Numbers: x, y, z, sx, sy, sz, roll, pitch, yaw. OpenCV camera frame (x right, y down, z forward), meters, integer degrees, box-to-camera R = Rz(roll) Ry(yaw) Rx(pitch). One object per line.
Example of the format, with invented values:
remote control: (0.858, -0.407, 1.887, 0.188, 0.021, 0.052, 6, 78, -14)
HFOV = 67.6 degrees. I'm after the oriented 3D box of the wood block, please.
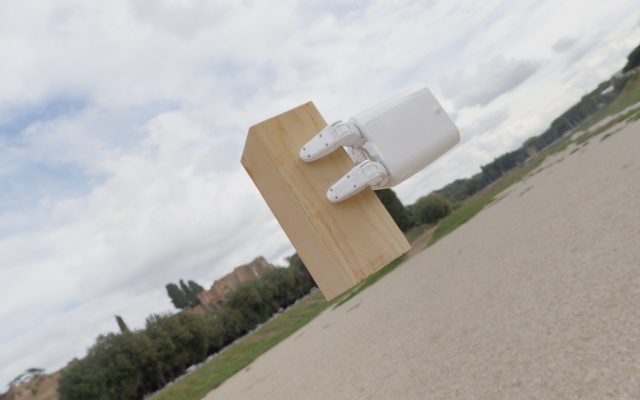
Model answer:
wood block: (0.000, 0.002, 0.562, 0.090, 0.206, 0.091, -29, -11, -24)
